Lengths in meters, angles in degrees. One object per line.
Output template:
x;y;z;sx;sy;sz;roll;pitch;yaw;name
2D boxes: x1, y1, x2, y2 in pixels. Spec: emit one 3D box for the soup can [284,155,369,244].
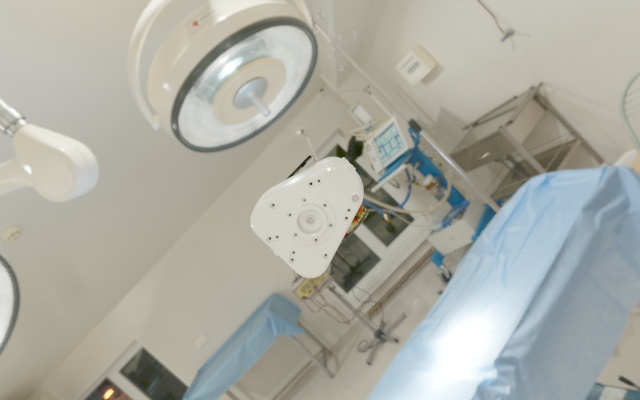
0.000;0.002;0.595;0.102;0.068;0.068;44;-5;-5;soup can
